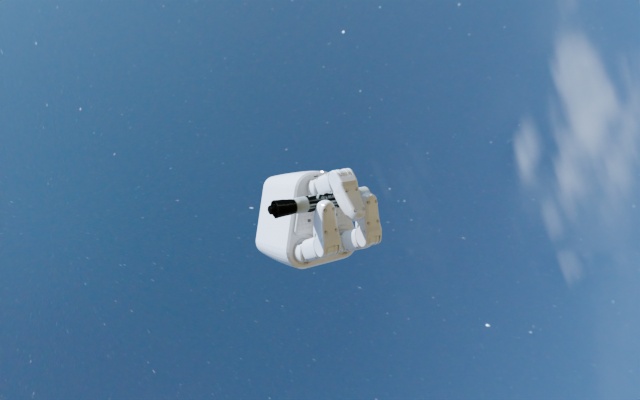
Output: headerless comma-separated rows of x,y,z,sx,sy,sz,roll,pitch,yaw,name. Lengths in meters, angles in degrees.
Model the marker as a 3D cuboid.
0.000,0.002,0.510,0.121,0.020,0.020,-9,4,-30,marker
